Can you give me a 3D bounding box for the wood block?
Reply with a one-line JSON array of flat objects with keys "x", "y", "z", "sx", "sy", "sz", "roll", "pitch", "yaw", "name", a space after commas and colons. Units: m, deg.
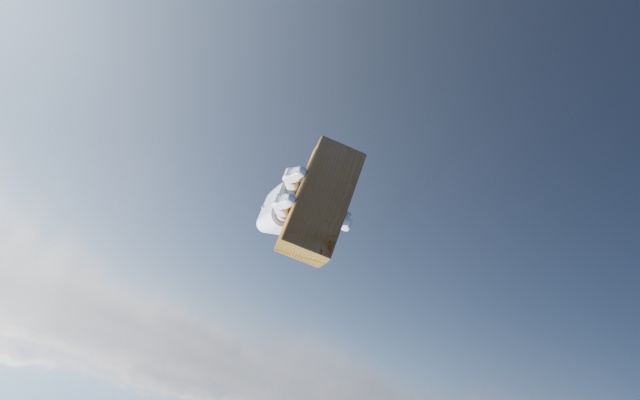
[{"x": 0.000, "y": 0.003, "z": 0.851, "sx": 0.091, "sy": 0.206, "sz": 0.090, "roll": 23, "pitch": -22, "yaw": -6, "name": "wood block"}]
